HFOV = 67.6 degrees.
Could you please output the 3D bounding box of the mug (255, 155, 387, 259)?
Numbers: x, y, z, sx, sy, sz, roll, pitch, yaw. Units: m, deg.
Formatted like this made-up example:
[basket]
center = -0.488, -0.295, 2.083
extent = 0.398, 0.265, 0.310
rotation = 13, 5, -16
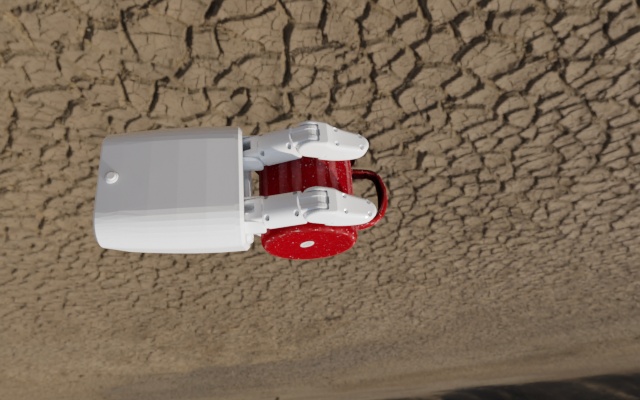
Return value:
[mug]
center = 0.002, 0.002, 0.417
extent = 0.117, 0.081, 0.093
rotation = -3, -24, -5
